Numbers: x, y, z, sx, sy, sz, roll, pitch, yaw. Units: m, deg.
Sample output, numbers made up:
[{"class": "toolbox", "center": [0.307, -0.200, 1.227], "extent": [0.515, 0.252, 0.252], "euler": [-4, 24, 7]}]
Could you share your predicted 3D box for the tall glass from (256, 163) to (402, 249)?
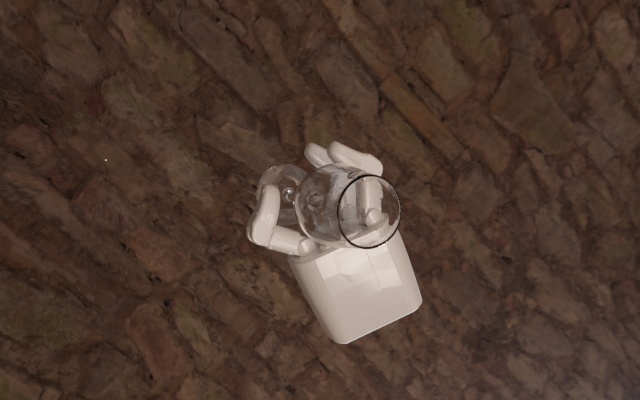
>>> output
[{"class": "tall glass", "center": [0.000, 0.001, 0.478], "extent": [0.079, 0.079, 0.201], "euler": [0, 4, -24]}]
